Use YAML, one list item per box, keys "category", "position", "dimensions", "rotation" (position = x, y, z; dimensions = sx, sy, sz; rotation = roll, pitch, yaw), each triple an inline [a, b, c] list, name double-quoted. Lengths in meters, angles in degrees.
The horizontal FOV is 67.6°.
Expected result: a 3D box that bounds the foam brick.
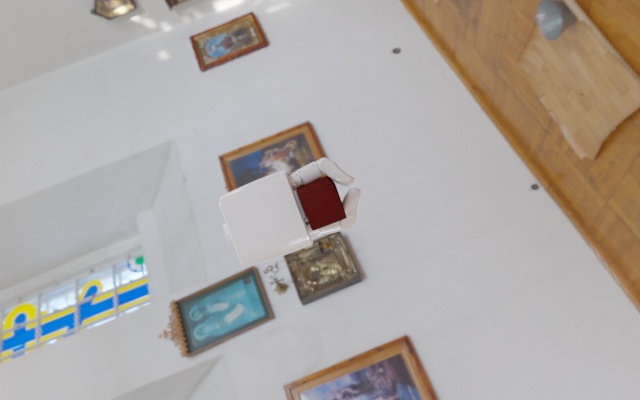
- category: "foam brick"
  position: [0.000, 0.002, 0.664]
  dimensions: [0.051, 0.053, 0.078]
  rotation: [-20, 11, -1]
